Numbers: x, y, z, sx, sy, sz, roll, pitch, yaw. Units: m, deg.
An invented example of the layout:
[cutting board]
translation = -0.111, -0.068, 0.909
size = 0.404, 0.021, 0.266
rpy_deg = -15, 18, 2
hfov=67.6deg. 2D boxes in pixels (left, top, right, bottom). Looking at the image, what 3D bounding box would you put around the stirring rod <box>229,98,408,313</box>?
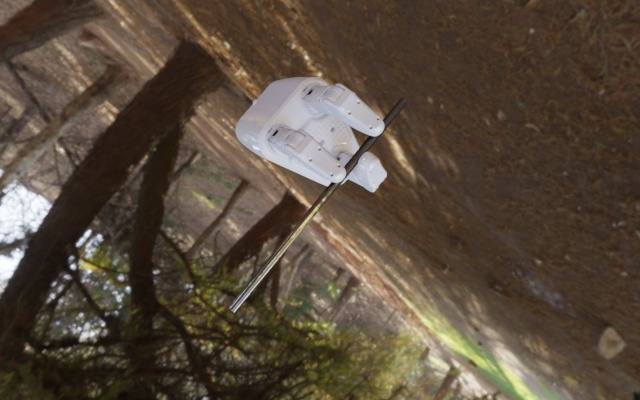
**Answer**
[stirring rod]
translation = 0.000, 0.001, 0.422
size = 0.011, 0.239, 0.011
rpy_deg = 39, -6, 5
